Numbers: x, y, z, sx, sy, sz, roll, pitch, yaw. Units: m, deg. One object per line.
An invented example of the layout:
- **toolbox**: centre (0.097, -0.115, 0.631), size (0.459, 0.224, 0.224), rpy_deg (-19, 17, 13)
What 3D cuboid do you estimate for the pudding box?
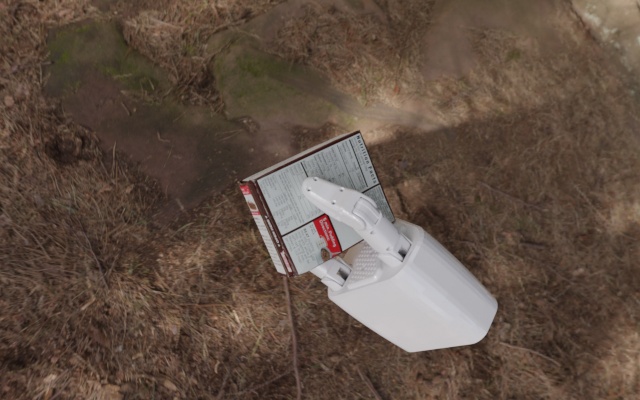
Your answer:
- **pudding box**: centre (0.000, 0.001, 0.408), size (0.113, 0.090, 0.039), rpy_deg (-27, 9, -28)
